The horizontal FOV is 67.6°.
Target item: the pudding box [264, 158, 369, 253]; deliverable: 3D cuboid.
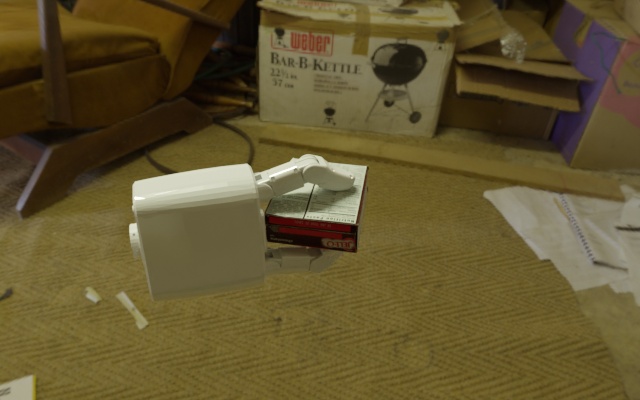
[{"bbox_3d":[0.000,0.001,0.485,0.090,0.039,0.113,7,37,8],"label":"pudding box"}]
